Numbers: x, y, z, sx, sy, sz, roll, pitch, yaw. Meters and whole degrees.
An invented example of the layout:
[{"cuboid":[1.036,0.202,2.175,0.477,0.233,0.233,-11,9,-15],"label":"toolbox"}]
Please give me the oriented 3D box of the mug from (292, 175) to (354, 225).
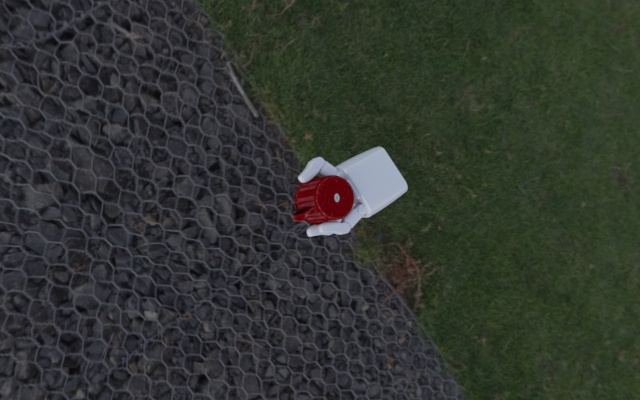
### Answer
[{"cuboid":[-0.001,0.003,0.877,0.117,0.093,0.081,-31,10,-25],"label":"mug"}]
